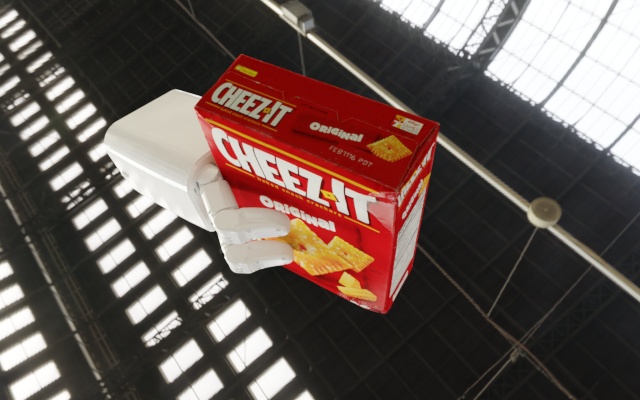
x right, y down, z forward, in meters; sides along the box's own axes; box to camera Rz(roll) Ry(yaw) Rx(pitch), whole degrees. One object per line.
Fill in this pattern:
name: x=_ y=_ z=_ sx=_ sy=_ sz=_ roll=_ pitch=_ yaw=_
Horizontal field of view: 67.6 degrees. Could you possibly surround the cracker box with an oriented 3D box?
cracker box: x=0.000 y=0.001 z=0.410 sx=0.164 sy=0.072 sz=0.214 roll=24 pitch=-28 yaw=19
